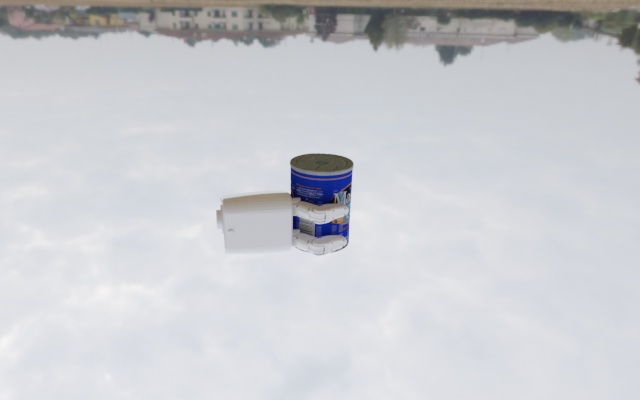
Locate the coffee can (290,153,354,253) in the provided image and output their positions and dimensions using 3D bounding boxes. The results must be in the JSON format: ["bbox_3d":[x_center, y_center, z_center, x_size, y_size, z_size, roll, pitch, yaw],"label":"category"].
[{"bbox_3d":[0.000,0.002,0.791,0.103,0.140,0.102,2,21,-1],"label":"coffee can"}]
